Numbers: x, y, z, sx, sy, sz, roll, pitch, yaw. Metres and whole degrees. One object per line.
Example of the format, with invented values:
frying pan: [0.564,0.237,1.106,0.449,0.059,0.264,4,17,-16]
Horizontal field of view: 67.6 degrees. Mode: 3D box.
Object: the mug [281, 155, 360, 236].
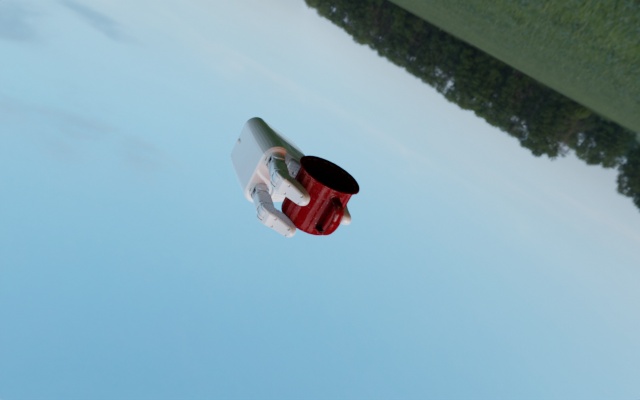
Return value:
mug: [0.001,0.003,0.665,0.093,0.081,0.117,12,30,-33]
